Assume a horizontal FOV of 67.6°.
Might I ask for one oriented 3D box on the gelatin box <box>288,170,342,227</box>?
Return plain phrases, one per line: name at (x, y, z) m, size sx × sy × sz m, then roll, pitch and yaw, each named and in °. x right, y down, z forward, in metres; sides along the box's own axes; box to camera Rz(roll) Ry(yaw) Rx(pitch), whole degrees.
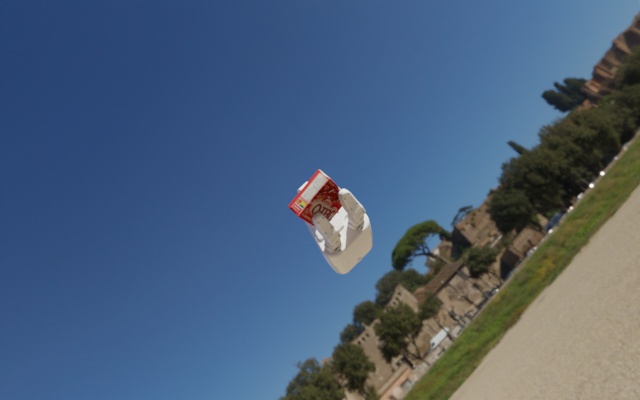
gelatin box at (0.000, 0.002, 0.736) m, size 0.030 × 0.073 × 0.089 m, roll 41°, pitch 1°, yaw 30°
